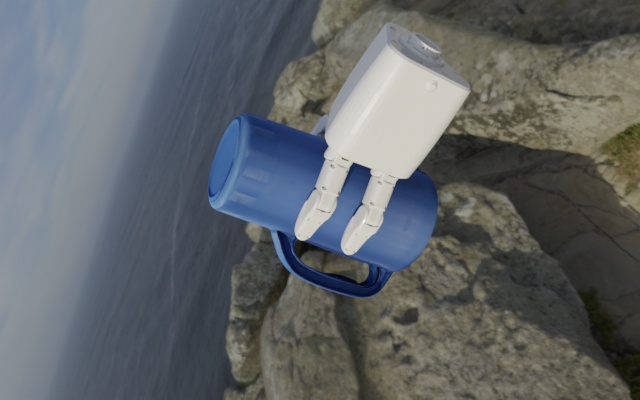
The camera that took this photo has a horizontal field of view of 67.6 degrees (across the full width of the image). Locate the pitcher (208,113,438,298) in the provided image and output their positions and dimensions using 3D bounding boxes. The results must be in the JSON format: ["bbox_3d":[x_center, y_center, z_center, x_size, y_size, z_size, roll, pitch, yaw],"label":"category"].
[{"bbox_3d":[0.000,0.002,0.546,0.243,0.145,0.149,18,37,-24],"label":"pitcher"}]
